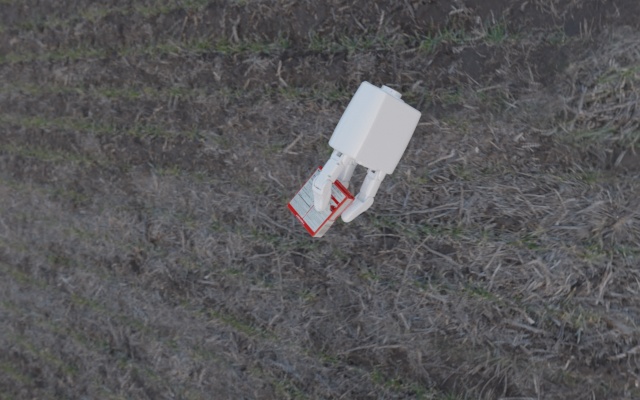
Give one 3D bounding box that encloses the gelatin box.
[{"bbox_3d":[0.000,0.003,0.756,0.073,0.089,0.030,48,16,25],"label":"gelatin box"}]
